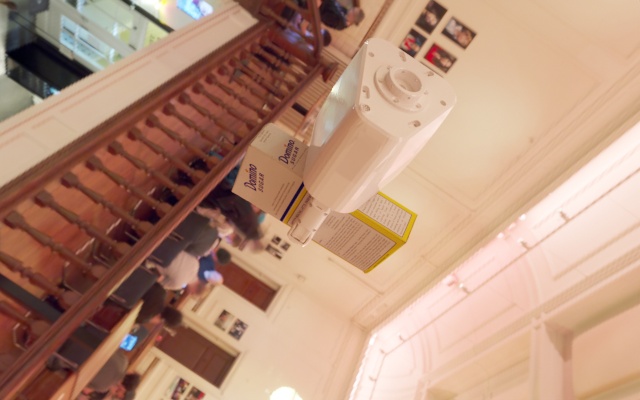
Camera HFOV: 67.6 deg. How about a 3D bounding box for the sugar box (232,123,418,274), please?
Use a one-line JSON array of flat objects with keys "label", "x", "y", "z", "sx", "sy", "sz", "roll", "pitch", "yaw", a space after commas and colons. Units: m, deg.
[{"label": "sugar box", "x": 0.000, "y": 0.001, "z": 0.494, "sx": 0.176, "sy": 0.048, "sz": 0.093, "roll": 34, "pitch": -36, "yaw": -2}]
